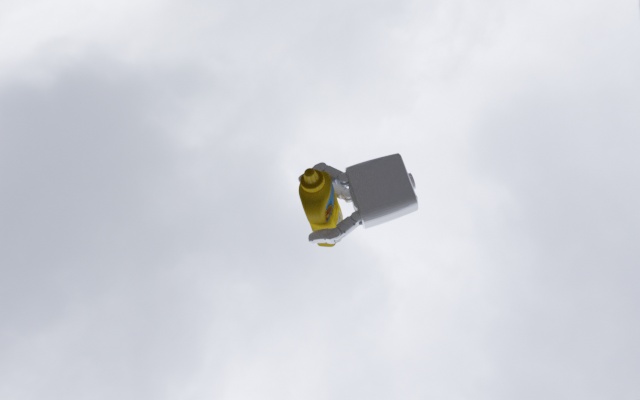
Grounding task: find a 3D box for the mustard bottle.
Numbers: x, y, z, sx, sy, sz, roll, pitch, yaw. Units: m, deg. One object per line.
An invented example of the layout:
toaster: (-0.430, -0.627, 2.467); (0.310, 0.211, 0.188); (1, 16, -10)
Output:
mustard bottle: (0.000, 0.003, 0.866); (0.058, 0.096, 0.192); (3, -31, 14)
